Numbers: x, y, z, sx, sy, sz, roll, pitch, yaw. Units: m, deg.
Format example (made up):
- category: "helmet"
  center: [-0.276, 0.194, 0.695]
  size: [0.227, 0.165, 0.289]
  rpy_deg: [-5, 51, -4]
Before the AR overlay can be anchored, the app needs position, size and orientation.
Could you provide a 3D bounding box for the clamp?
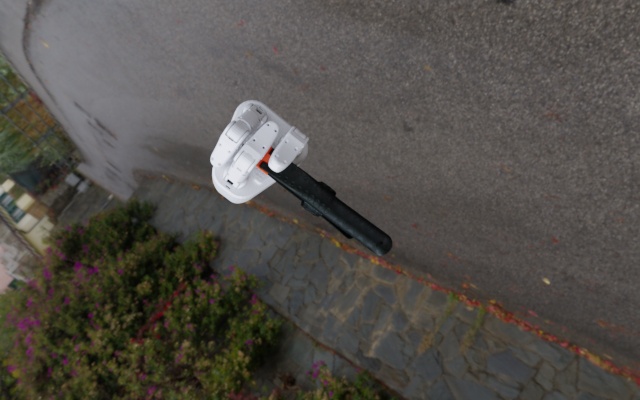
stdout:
- category: "clamp"
  center: [0.000, 0.002, 0.553]
  size: [0.171, 0.039, 0.120]
  rpy_deg: [40, -11, -6]
